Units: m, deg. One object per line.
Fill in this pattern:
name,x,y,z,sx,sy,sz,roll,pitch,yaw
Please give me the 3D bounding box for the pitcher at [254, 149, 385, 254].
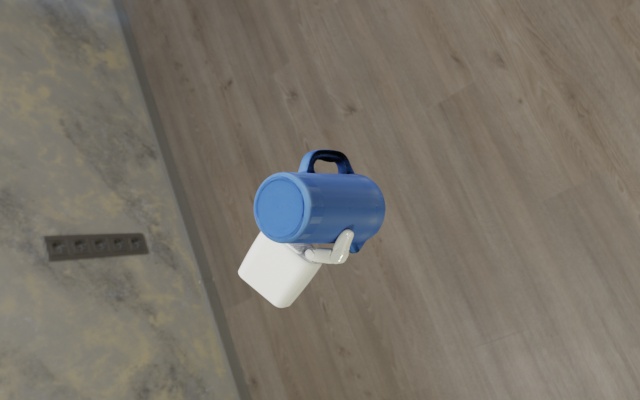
pitcher,0.000,0.003,0.810,0.149,0.145,0.243,42,20,25
